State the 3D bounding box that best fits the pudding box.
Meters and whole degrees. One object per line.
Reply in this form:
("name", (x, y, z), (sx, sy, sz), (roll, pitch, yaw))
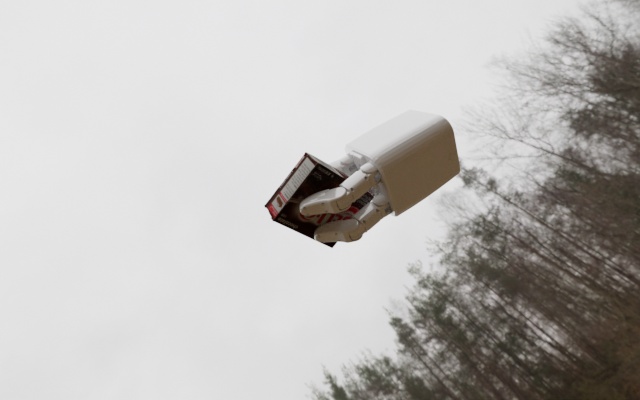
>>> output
("pudding box", (0.000, 0.002, 0.602), (0.113, 0.090, 0.039), (29, 14, -39))
